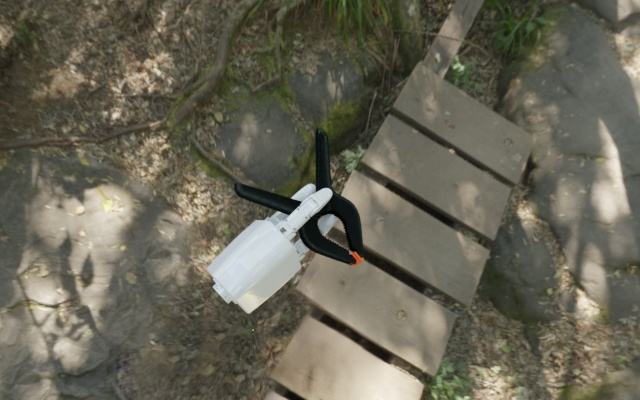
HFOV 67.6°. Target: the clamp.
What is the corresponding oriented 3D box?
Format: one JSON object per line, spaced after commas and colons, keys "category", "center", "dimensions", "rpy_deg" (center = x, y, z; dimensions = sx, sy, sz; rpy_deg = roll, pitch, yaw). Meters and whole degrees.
{"category": "clamp", "center": [0.000, 0.003, 0.707], "dimensions": [0.164, 0.210, 0.036], "rpy_deg": [-43, -5, -13]}
